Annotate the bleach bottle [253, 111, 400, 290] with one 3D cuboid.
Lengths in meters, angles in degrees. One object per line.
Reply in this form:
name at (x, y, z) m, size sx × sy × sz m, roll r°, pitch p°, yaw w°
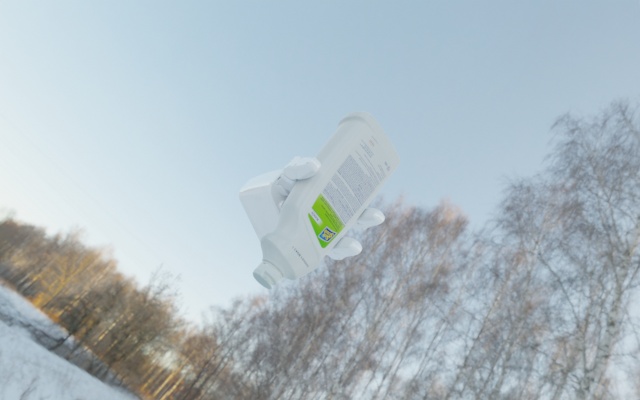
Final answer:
bleach bottle at (0.000, 0.002, 0.603) m, size 0.250 × 0.102 × 0.068 m, roll -49°, pitch 24°, yaw -27°
